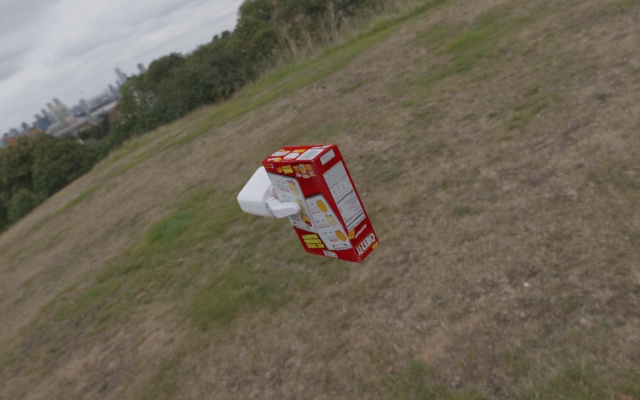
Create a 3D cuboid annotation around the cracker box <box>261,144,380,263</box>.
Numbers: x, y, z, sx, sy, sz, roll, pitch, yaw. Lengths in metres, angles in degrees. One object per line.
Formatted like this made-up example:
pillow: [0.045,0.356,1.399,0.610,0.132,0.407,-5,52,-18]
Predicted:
cracker box: [0.000,0.003,0.890,0.072,0.214,0.164,-39,25,-30]
